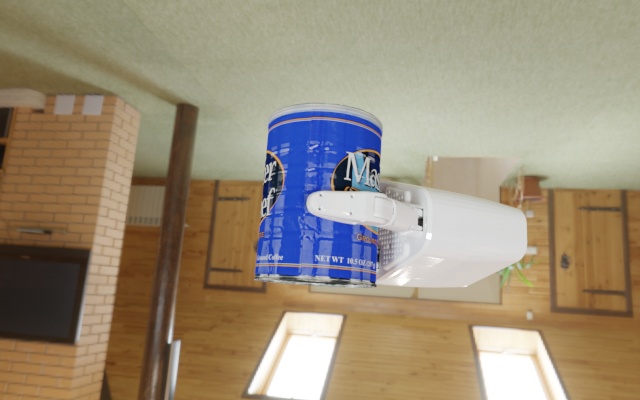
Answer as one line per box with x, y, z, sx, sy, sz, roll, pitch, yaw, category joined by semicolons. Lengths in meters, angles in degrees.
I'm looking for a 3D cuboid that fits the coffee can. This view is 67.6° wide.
0.000;0.001;0.412;0.103;0.140;0.103;4;-12;1;coffee can
